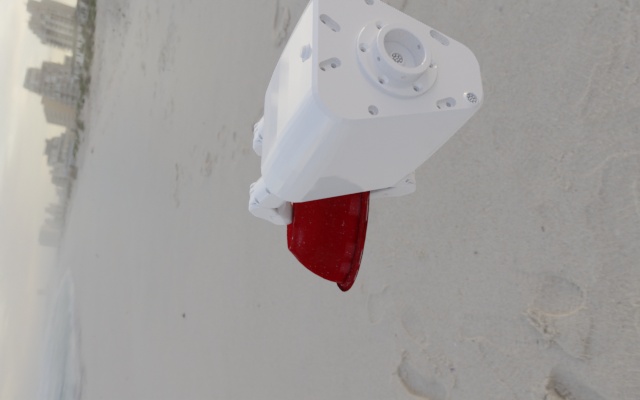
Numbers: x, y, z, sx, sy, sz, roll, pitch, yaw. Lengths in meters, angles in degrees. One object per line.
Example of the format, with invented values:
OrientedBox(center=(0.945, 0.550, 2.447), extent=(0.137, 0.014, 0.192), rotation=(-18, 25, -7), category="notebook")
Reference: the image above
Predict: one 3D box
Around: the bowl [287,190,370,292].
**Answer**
OrientedBox(center=(-0.001, 0.002, 0.441), extent=(0.055, 0.162, 0.162), rotation=(3, -1, -8), category="bowl")
